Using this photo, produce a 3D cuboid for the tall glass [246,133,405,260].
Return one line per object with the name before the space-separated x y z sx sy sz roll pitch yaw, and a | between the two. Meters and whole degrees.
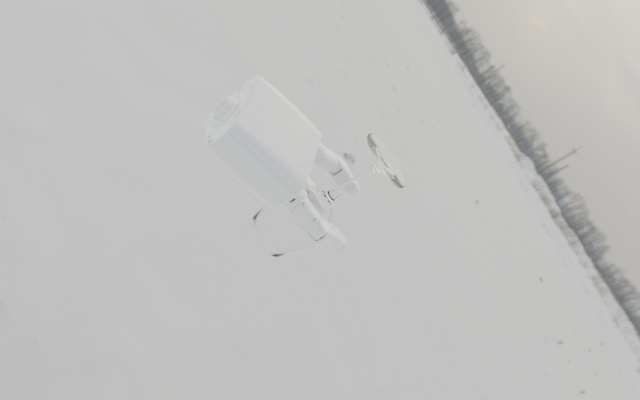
tall glass | 0.001 0.002 0.593 0.201 0.079 0.079 -33 -15 24
